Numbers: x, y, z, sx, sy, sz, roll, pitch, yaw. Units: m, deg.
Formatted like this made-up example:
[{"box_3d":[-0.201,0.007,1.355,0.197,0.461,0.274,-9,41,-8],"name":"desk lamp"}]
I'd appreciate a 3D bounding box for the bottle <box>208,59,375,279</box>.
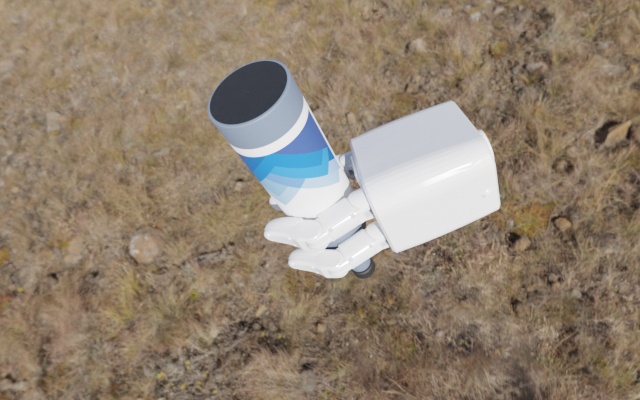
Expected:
[{"box_3d":[0.000,0.001,0.453,0.069,0.069,0.296,0,-33,25],"name":"bottle"}]
